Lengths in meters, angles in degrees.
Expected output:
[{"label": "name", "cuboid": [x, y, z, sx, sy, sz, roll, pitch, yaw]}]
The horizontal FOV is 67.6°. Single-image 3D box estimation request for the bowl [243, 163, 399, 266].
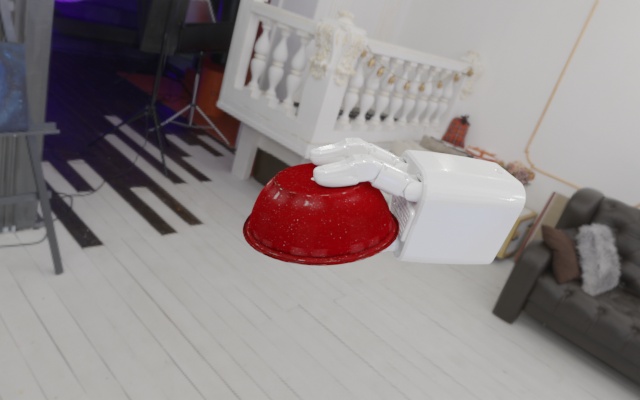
[{"label": "bowl", "cuboid": [-0.001, 0.001, 0.484, 0.162, 0.055, 0.162, -1, 24, 1]}]
